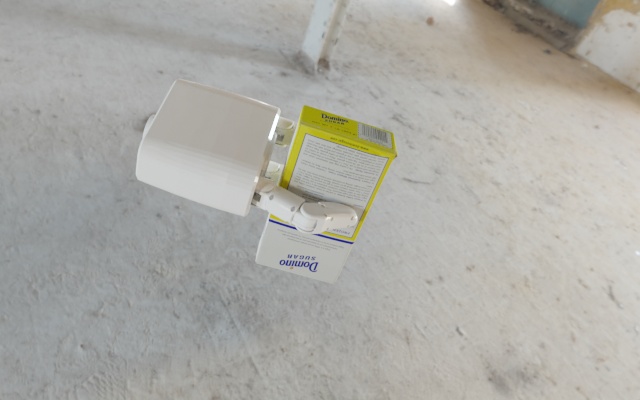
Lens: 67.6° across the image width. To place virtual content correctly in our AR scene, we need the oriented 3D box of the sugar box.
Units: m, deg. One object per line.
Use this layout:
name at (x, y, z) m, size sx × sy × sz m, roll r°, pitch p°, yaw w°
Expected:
sugar box at (0.000, 0.001, 0.480) m, size 0.093 × 0.176 × 0.048 m, roll 17°, pitch 38°, yaw -8°
